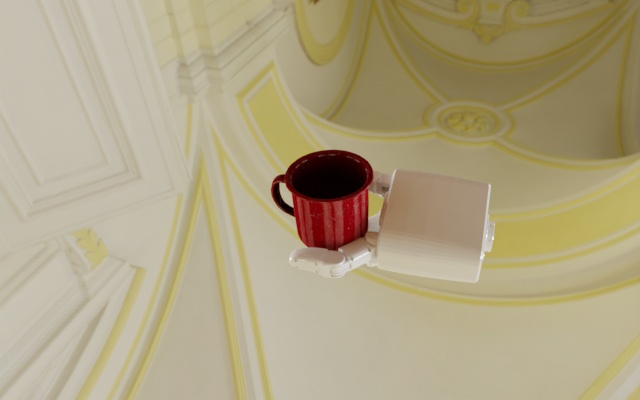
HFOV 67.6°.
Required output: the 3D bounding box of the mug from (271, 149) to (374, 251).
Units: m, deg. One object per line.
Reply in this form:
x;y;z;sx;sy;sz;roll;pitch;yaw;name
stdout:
-0.001;0.002;0.525;0.117;0.082;0.093;9;41;16;mug
